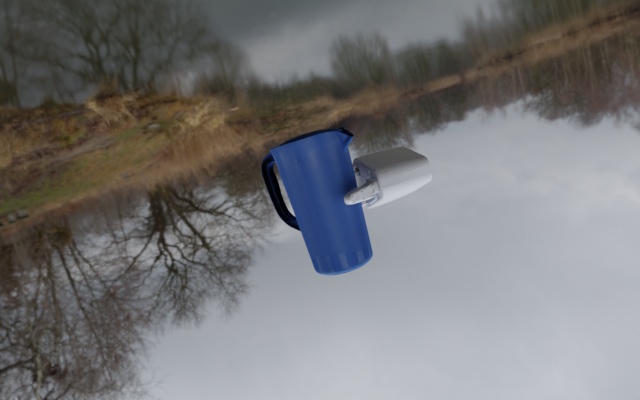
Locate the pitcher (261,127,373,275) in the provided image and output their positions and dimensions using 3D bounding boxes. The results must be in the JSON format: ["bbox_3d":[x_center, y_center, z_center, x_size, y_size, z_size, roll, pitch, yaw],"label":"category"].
[{"bbox_3d":[0.000,0.003,0.837,0.145,0.243,0.149,-19,8,-17],"label":"pitcher"}]
